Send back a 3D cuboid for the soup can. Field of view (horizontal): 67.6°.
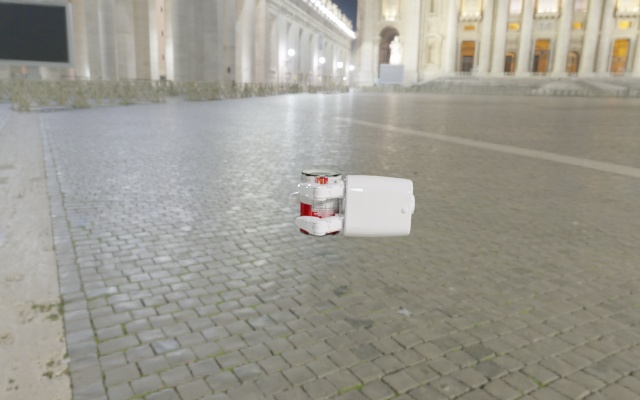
[{"bbox_3d":[0.000,0.002,0.795,0.068,0.102,0.068,2,12,0],"label":"soup can"}]
